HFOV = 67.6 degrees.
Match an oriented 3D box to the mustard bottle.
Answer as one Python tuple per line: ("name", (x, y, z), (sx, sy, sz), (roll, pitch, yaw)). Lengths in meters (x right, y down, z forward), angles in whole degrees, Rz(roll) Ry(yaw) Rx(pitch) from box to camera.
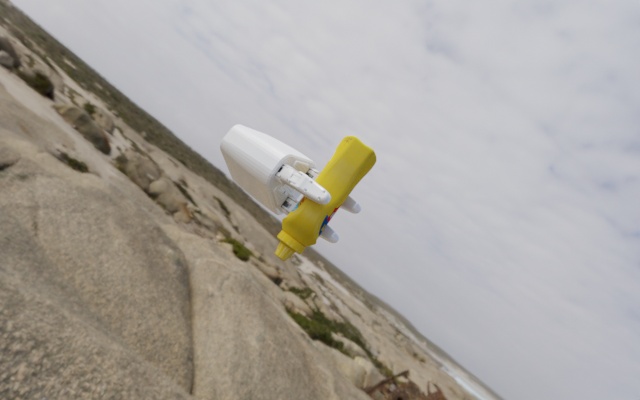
("mustard bottle", (0.001, 0.002, 0.665), (0.058, 0.191, 0.096), (37, -6, -1))
